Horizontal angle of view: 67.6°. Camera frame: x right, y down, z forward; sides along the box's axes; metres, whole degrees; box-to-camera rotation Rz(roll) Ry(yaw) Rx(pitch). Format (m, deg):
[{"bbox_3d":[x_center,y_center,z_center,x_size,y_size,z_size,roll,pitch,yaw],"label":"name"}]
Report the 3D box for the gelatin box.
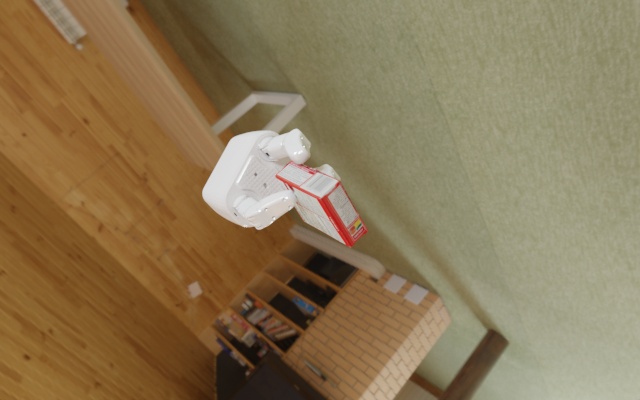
[{"bbox_3d":[0.000,0.002,0.495,0.030,0.073,0.089,-43,37,-16],"label":"gelatin box"}]
